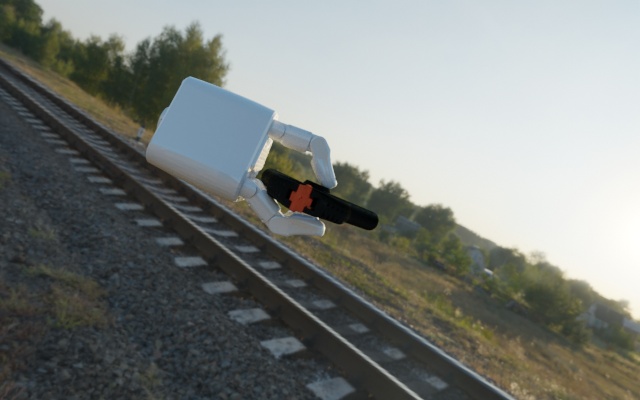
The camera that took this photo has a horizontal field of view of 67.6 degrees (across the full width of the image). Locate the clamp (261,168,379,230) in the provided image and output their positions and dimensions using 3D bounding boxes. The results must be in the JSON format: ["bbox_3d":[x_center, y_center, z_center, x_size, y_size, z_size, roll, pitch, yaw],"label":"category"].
[{"bbox_3d":[0.000,0.001,0.543,0.164,0.036,0.210,22,2,-2],"label":"clamp"}]
